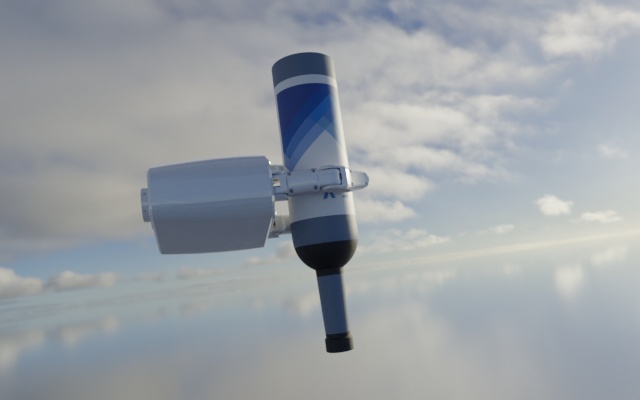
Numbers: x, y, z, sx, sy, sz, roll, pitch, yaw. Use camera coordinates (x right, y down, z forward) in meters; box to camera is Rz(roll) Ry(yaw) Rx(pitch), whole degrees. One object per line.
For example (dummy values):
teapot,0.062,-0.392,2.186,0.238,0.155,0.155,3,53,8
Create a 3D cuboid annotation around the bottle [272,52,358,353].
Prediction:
bottle,0.000,0.001,0.486,0.069,0.295,0.069,-7,-8,-1
